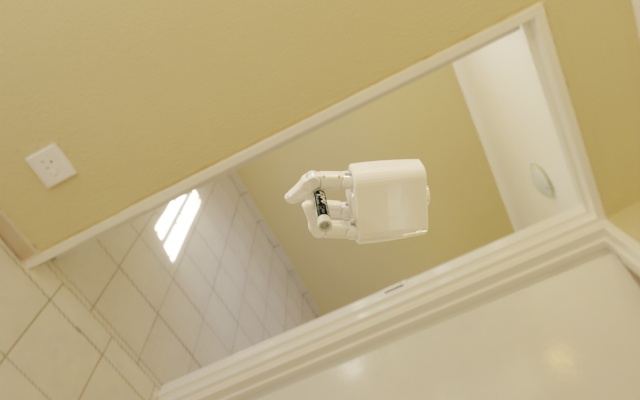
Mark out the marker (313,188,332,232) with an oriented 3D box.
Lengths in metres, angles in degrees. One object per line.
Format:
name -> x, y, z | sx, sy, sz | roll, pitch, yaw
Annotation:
marker -> 0.000, 0.002, 0.668 | 0.020, 0.020, 0.121 | 0, 32, -7
